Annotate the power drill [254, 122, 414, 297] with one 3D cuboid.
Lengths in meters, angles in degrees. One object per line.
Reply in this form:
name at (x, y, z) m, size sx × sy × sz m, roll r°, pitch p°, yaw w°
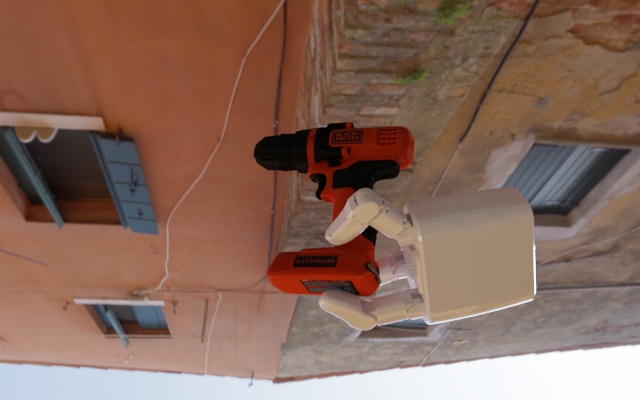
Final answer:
power drill at (0.000, 0.002, 0.498) m, size 0.184 × 0.187 × 0.057 m, roll -2°, pitch -30°, yaw 20°
